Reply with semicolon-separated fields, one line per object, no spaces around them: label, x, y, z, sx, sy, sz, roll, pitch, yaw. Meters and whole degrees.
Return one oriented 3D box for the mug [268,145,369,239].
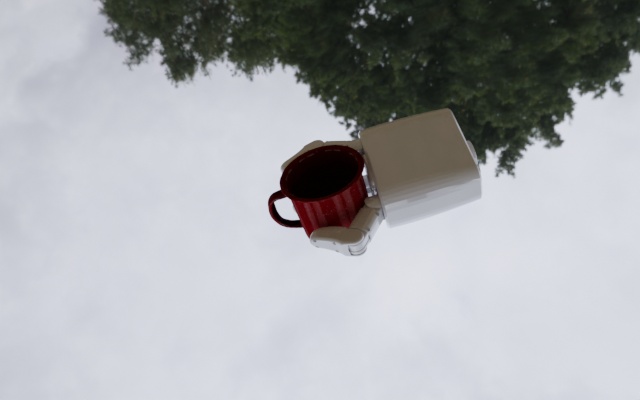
mug;-0.001;0.002;0.530;0.117;0.082;0.093;-16;40;6
